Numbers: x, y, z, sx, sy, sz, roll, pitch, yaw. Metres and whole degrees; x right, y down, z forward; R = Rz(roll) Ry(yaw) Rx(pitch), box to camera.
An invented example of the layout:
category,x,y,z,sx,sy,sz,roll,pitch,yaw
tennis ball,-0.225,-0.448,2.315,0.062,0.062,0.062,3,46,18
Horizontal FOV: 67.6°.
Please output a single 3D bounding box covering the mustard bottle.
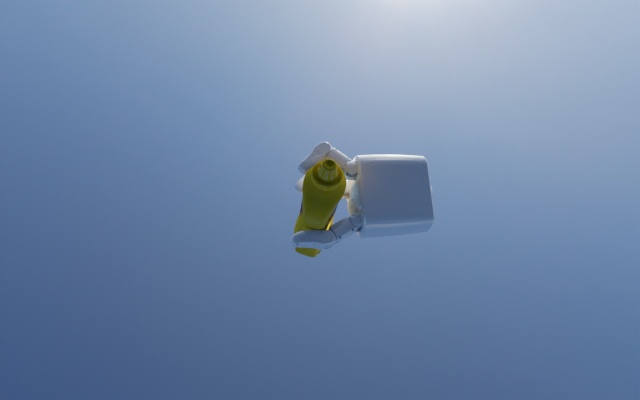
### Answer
category,x,y,z,sx,sy,sz,roll,pitch,yaw
mustard bottle,0.000,0.002,0.681,0.058,0.096,0.192,19,-30,2
